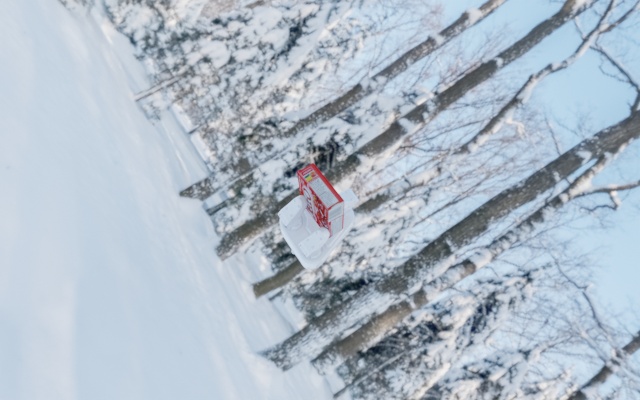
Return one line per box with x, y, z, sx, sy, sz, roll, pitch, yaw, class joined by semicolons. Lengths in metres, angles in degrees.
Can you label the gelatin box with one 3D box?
0.000;0.002;0.659;0.030;0.073;0.089;-31;-25;-15;gelatin box
